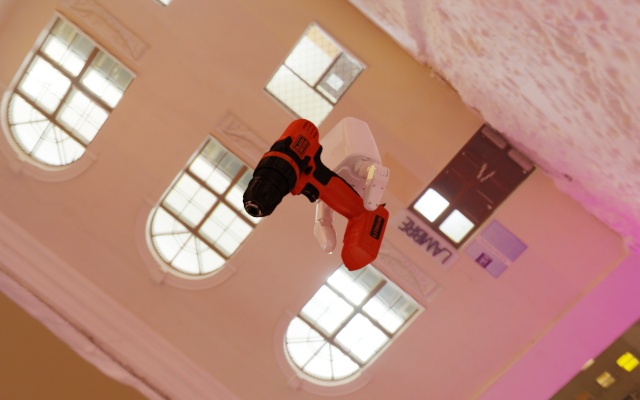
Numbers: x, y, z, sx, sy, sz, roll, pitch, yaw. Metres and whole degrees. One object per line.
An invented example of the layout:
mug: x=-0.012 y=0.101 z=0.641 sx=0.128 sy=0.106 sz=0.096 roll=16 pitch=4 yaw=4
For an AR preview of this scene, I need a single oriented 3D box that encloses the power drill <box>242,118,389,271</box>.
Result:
power drill: x=0.000 y=0.002 z=0.605 sx=0.057 sy=0.188 sz=0.184 roll=-30 pitch=22 yaw=39
